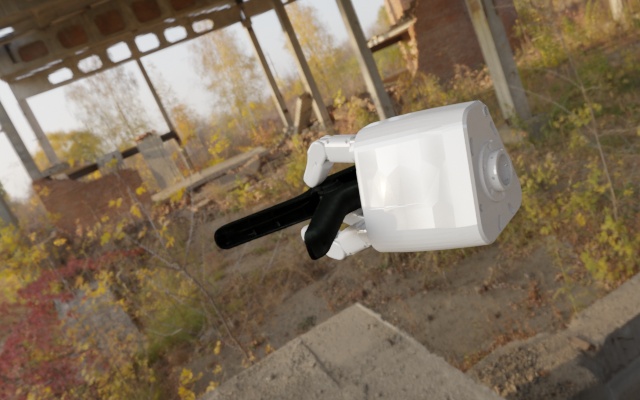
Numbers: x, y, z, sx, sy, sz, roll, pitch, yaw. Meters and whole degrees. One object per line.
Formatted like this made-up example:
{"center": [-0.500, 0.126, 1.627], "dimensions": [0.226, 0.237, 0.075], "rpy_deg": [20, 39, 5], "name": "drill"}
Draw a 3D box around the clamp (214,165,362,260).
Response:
{"center": [0.000, 0.001, 0.497], "dimensions": [0.164, 0.036, 0.210], "rpy_deg": [-4, 22, 43], "name": "clamp"}
